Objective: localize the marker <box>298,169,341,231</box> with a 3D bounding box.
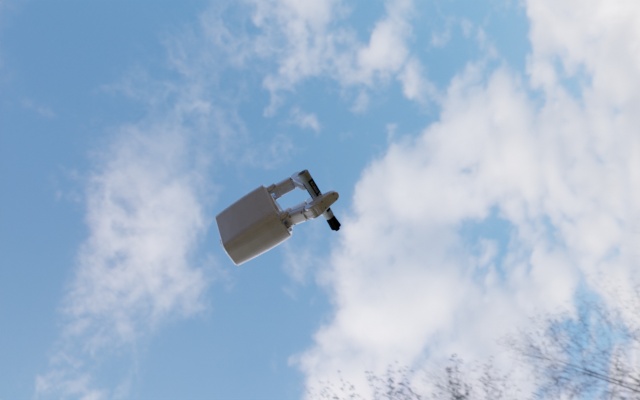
[{"bbox_3d":[0.000,0.003,0.788,0.020,0.121,0.020,-26,24,13],"label":"marker"}]
